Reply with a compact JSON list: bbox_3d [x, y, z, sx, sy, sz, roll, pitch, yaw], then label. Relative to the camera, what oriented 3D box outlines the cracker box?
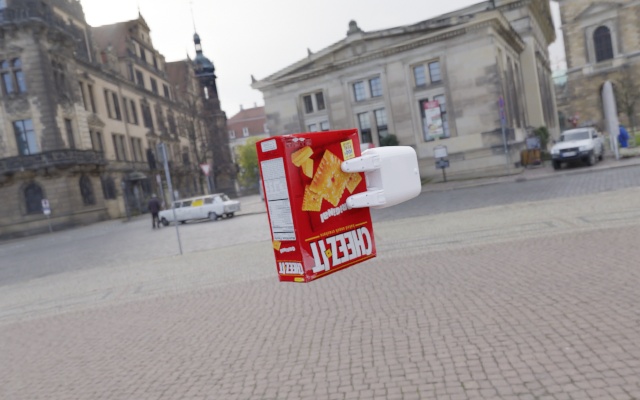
[{"bbox_3d":[0.000,0.002,0.737,0.164,0.214,0.072,-13,5,-43],"label":"cracker box"}]
